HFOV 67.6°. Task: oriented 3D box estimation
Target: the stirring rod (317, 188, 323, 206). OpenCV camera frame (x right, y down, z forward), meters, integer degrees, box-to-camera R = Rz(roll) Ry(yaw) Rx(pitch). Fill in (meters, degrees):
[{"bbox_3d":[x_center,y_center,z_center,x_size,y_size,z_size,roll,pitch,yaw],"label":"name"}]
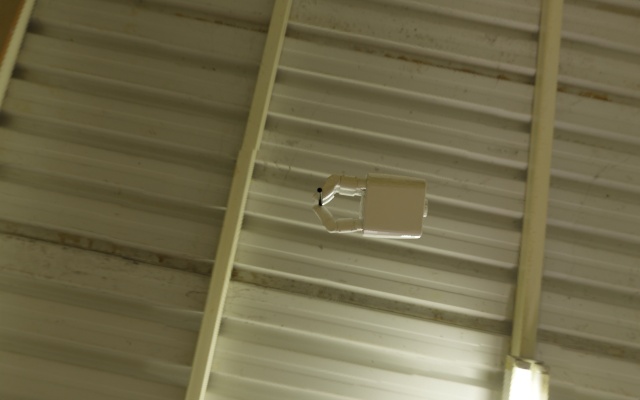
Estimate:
[{"bbox_3d":[0.000,0.003,0.843,0.011,0.011,0.239,0,-9,1],"label":"stirring rod"}]
